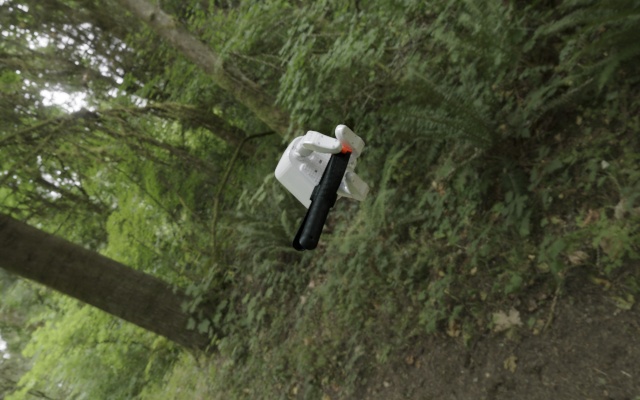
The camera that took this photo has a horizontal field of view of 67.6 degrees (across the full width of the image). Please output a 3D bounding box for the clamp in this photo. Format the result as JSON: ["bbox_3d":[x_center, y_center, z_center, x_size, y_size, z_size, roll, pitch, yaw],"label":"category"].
[{"bbox_3d":[0.000,0.002,0.708,0.039,0.171,0.120,28,-19,-11],"label":"clamp"}]
